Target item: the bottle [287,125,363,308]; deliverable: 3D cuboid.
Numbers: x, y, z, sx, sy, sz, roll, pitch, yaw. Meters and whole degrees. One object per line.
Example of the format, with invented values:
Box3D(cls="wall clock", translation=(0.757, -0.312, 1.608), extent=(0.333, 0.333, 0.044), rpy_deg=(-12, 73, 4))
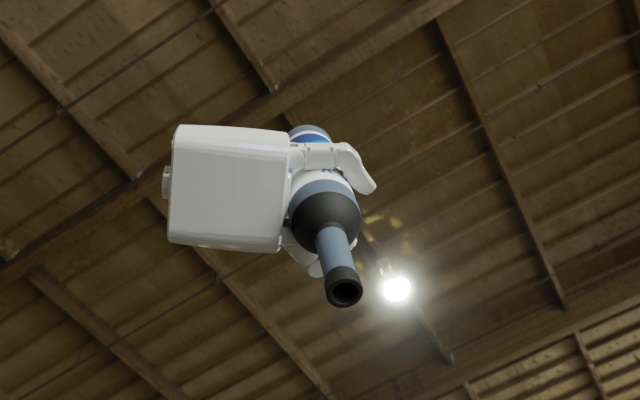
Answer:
Box3D(cls="bottle", translation=(0.000, 0.001, 0.475), extent=(0.069, 0.069, 0.295), rpy_deg=(0, 27, -8))
